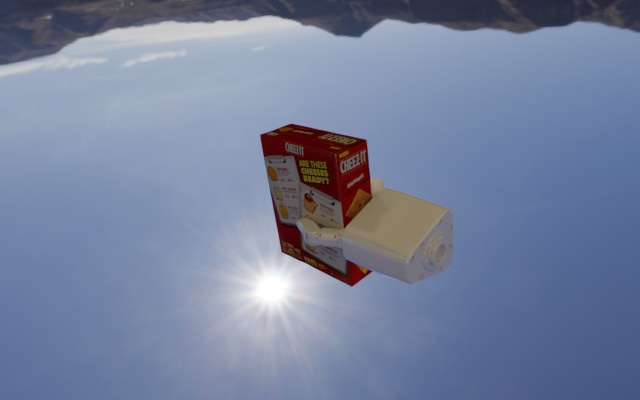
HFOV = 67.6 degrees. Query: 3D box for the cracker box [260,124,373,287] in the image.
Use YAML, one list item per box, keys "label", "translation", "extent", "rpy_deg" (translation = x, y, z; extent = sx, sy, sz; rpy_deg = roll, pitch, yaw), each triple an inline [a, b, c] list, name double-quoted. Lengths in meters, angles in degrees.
- label: "cracker box"
  translation: [0.000, 0.003, 0.725]
  extent: [0.072, 0.214, 0.164]
  rpy_deg: [-29, 33, -36]
